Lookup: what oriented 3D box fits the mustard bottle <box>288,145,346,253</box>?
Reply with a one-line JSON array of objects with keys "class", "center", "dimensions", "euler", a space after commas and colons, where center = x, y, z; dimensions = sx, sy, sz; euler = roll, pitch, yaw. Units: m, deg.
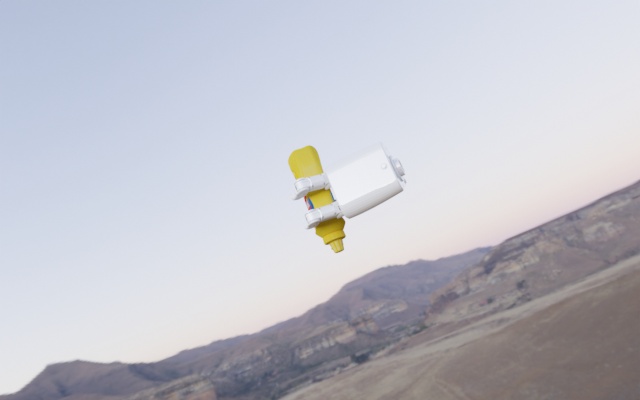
[{"class": "mustard bottle", "center": [0.000, 0.003, 0.855], "dimensions": [0.058, 0.191, 0.096], "euler": [-20, -14, -8]}]
